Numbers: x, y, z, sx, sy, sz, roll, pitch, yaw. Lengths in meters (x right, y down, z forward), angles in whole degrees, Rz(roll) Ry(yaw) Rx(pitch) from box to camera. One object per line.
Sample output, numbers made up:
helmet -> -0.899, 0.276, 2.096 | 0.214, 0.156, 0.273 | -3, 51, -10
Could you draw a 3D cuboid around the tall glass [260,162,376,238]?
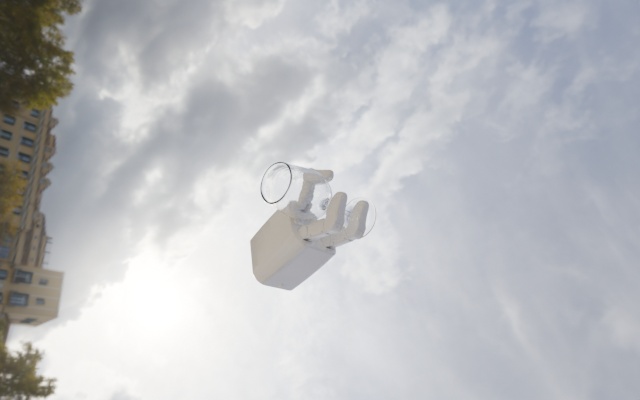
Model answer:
tall glass -> 0.001, 0.002, 0.739 | 0.079, 0.079, 0.201 | 0, -16, 41
